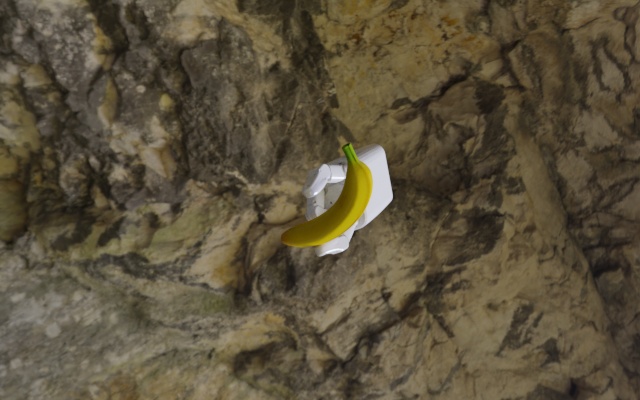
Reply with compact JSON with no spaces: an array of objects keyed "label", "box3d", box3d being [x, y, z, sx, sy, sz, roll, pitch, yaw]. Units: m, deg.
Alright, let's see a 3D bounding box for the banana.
[{"label":"banana","box3d":[0.015,0.013,0.626,0.037,0.069,0.198,-33,-16,-50]}]
